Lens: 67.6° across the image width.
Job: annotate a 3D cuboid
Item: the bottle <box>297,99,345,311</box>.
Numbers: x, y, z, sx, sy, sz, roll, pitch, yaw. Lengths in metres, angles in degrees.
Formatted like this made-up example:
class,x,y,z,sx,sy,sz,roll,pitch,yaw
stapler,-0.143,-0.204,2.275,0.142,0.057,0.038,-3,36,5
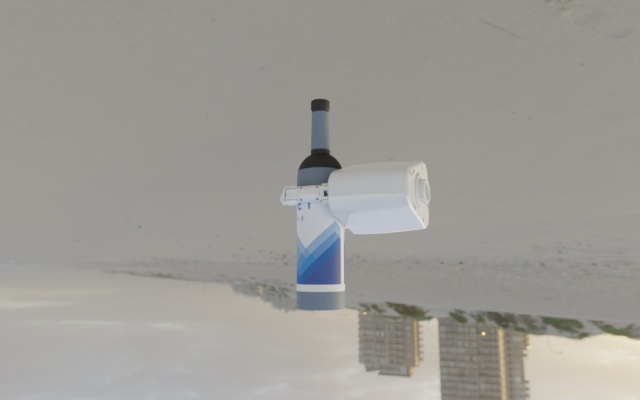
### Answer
class,x,y,z,sx,sy,sz,roll,pitch,yaw
bottle,0.000,0.002,0.674,0.069,0.295,0.069,0,-8,0
